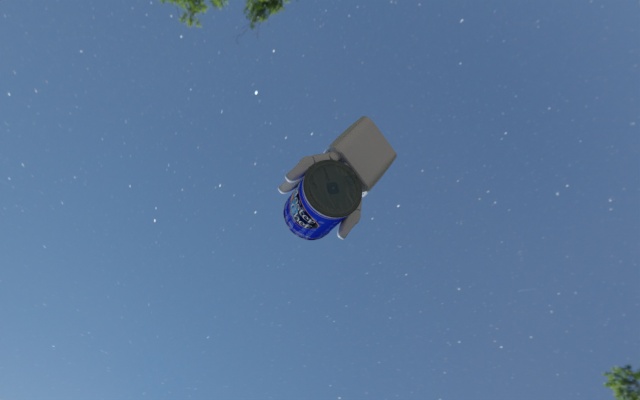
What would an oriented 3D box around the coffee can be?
[{"bbox_3d":[0.000,0.003,0.844,0.103,0.102,0.140,0,-20,-19],"label":"coffee can"}]
